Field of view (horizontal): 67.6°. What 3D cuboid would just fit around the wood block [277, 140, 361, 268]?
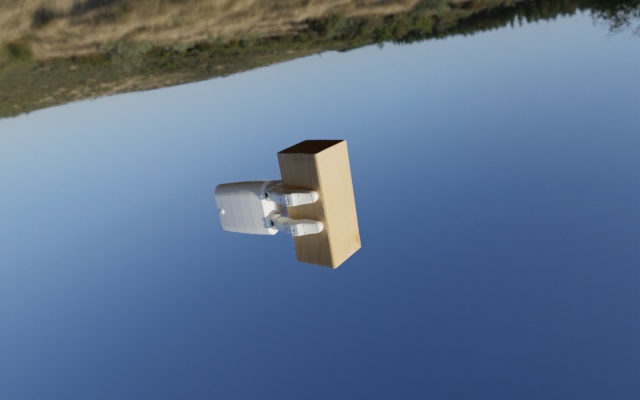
[{"bbox_3d":[0.000,0.003,0.848,0.090,0.206,0.090,5,24,35],"label":"wood block"}]
